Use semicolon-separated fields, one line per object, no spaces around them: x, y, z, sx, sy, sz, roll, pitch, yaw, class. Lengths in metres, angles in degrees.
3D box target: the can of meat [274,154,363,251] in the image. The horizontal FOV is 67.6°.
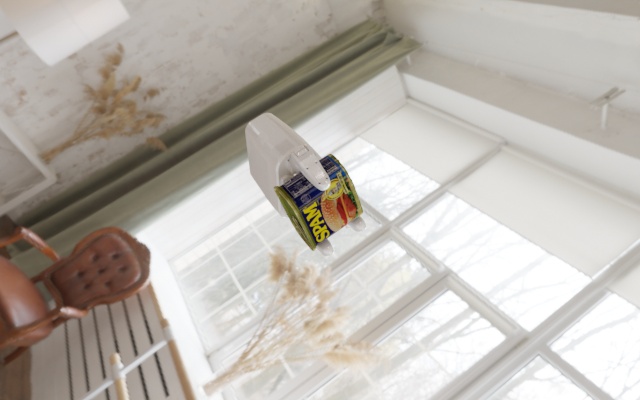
0.000;0.002;0.609;0.084;0.102;0.057;-34;47;-11;can of meat
